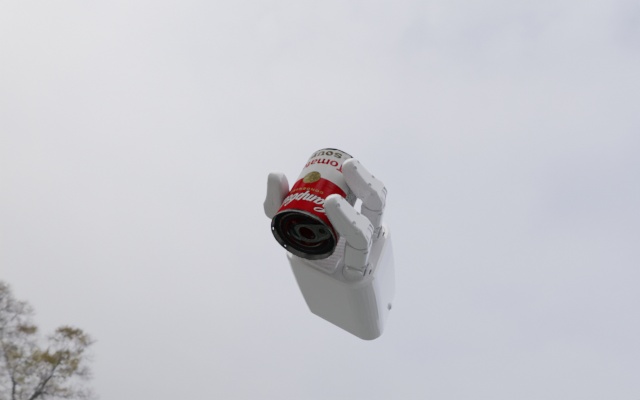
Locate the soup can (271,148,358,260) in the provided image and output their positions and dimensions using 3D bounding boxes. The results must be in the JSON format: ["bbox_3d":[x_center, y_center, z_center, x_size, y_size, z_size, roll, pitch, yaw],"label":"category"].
[{"bbox_3d":[0.000,0.001,0.494,0.068,0.068,0.102,0,41,27],"label":"soup can"}]
